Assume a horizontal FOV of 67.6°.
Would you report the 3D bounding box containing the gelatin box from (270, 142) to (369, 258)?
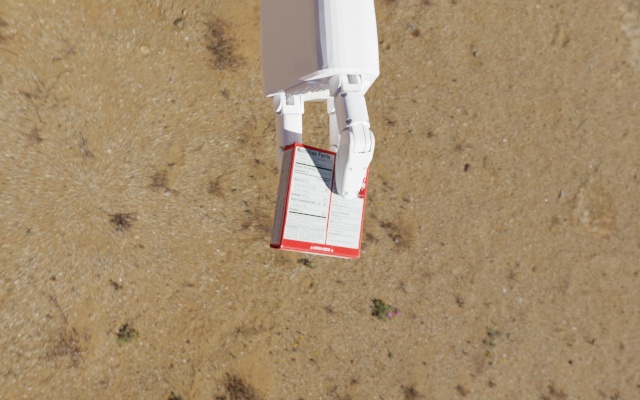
[{"bbox_3d":[0.000,0.002,0.408,0.073,0.089,0.030,10,-8,-25],"label":"gelatin box"}]
